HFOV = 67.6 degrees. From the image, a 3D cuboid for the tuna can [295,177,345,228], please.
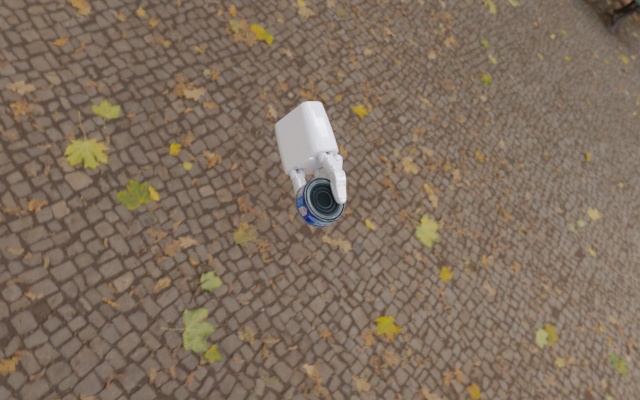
[{"bbox_3d":[0.000,0.003,0.852,0.086,0.086,0.034,0,-19,-32],"label":"tuna can"}]
